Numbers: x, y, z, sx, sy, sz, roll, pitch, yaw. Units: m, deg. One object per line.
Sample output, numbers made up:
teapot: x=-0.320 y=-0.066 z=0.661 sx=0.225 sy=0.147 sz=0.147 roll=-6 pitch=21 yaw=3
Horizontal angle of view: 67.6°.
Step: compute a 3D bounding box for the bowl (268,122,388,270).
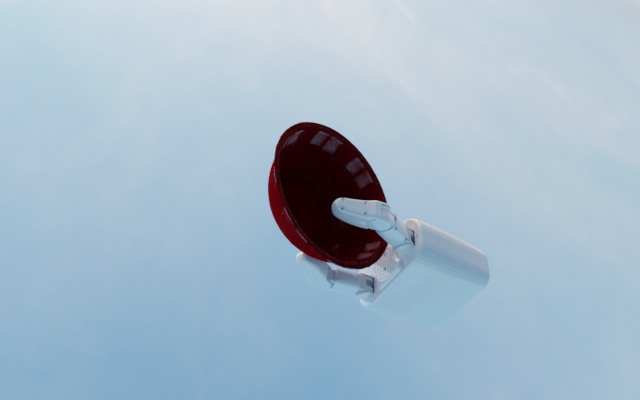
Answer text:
bowl: x=-0.001 y=0.001 z=0.497 sx=0.055 sy=0.162 sz=0.162 roll=-30 pitch=-20 yaw=39
